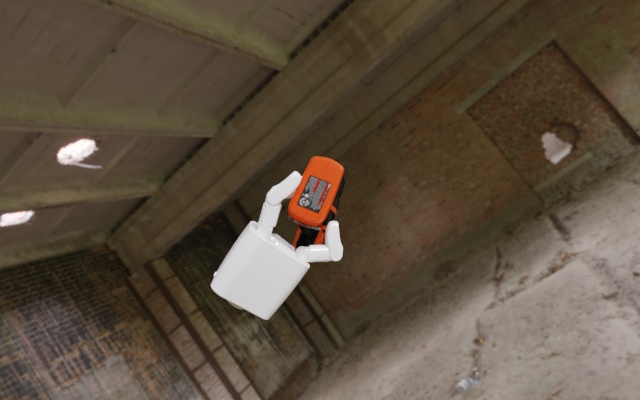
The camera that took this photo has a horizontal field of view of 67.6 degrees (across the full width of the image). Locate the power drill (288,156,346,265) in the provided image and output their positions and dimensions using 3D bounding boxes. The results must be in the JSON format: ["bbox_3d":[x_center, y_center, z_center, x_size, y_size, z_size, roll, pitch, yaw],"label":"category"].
[{"bbox_3d":[0.000,0.003,0.773,0.057,0.184,0.188,19,-19,8],"label":"power drill"}]
